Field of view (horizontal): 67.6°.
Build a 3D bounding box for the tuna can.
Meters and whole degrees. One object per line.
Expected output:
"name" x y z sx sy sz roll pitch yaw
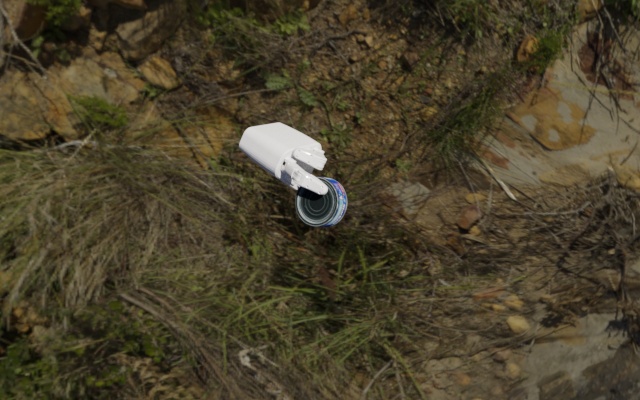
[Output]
"tuna can" 0.000 0.003 0.809 0.086 0.086 0.034 0 -2 28
